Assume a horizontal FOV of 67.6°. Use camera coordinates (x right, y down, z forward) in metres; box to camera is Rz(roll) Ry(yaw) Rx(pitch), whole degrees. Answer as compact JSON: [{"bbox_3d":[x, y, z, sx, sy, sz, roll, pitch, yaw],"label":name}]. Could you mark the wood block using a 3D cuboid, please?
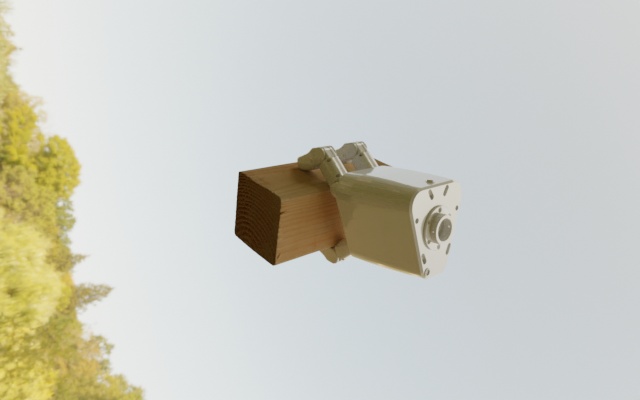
[{"bbox_3d":[0.000,0.002,0.626,0.206,0.091,0.090,-13,32,-40],"label":"wood block"}]
